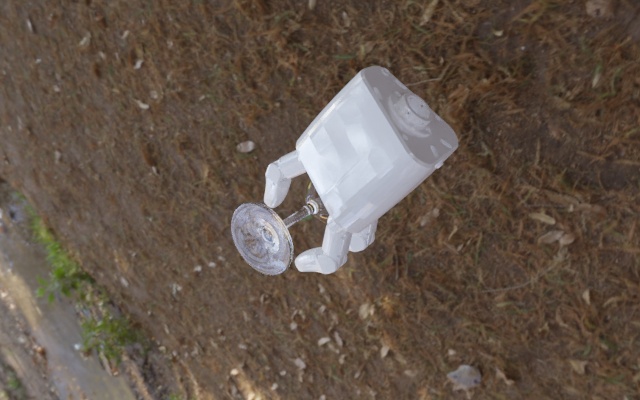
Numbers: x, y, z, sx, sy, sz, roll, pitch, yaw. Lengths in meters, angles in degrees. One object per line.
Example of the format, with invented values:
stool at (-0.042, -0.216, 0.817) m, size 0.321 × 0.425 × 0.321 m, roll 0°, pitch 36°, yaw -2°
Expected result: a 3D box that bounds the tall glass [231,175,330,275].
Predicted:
tall glass at (0.000, 0.002, 0.518) m, size 0.079 × 0.079 × 0.201 m, roll 0°, pitch 20°, yaw 37°
